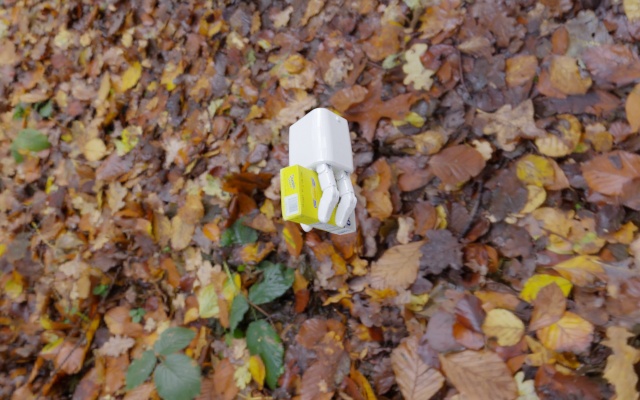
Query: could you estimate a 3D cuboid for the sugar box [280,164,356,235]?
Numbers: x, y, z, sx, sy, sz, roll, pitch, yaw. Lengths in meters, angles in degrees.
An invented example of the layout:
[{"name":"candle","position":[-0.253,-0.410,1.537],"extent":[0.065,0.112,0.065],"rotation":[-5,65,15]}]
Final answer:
[{"name":"sugar box","position":[0.001,0.003,0.870],"extent":[0.048,0.093,0.176],"rotation":[-16,-20,35]}]
